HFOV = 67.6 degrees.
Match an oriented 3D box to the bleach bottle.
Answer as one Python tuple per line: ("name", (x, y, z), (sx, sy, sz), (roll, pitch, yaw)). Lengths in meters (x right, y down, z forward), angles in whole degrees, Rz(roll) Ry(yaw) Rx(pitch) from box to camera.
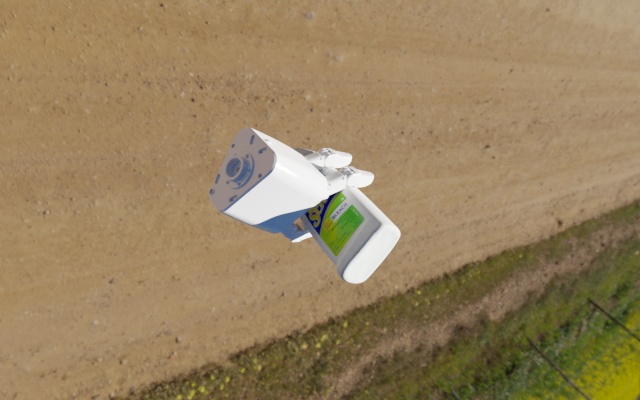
("bleach bottle", (0.000, 0.002, 0.706), (0.250, 0.102, 0.068), (45, 11, 37))
